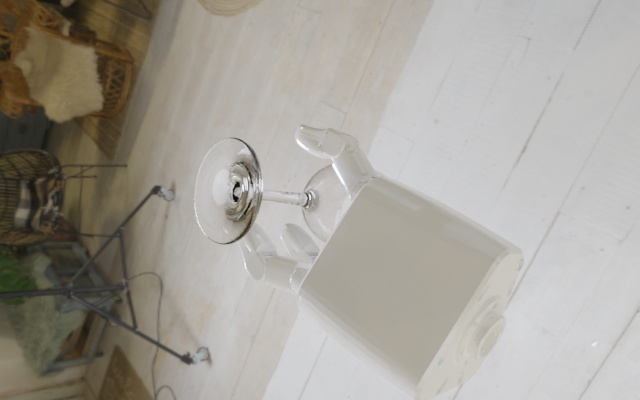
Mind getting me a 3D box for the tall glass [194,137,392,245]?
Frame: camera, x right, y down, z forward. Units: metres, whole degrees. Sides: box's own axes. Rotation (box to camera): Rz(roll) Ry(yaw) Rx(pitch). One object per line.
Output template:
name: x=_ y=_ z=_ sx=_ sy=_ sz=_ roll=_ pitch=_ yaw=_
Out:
tall glass: x=0.000 y=0.001 z=0.402 sx=0.079 sy=0.079 sz=0.201 roll=0 pitch=-4 yaw=41
